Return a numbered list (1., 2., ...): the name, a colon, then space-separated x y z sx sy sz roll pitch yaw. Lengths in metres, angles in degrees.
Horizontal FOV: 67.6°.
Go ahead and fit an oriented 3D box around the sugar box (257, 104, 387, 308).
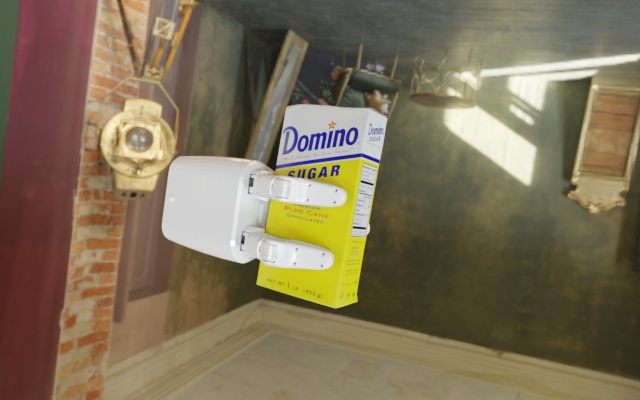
1. sugar box: 0.000 0.002 0.446 0.093 0.176 0.048 9 2 31
